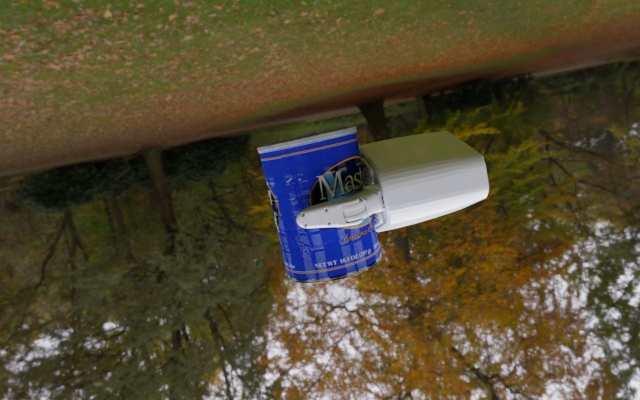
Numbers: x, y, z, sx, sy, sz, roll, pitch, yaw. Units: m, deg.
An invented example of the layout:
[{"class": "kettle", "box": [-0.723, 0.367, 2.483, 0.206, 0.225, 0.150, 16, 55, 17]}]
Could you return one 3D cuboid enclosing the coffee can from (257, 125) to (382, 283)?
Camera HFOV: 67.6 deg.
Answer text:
[{"class": "coffee can", "box": [0.000, 0.002, 0.497, 0.103, 0.140, 0.103, -12, 8, 2]}]
